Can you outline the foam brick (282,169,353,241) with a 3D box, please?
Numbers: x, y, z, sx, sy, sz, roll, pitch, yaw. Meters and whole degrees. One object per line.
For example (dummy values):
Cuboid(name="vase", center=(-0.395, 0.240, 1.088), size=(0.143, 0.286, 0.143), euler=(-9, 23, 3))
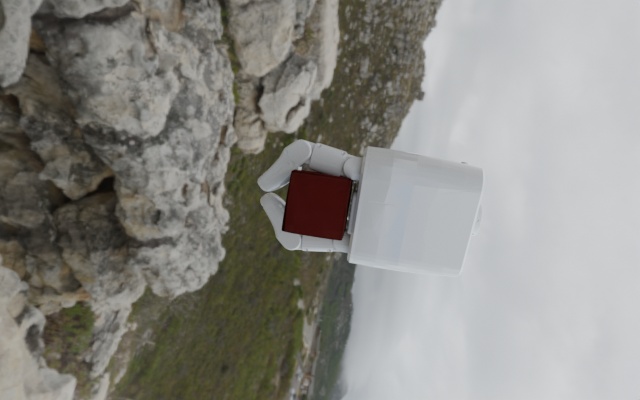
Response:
Cuboid(name="foam brick", center=(0.000, 0.002, 0.427), size=(0.051, 0.053, 0.078), euler=(10, 6, 5))
